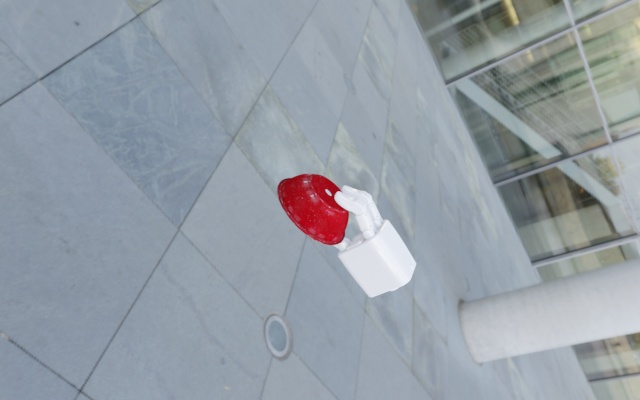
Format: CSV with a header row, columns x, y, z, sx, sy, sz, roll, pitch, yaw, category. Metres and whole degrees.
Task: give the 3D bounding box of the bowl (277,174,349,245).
x,y,z,sx,sy,sz,roll,pitch,yaw,category
-0.001,0.002,0.883,0.055,0.162,0.162,-46,-25,27,bowl
